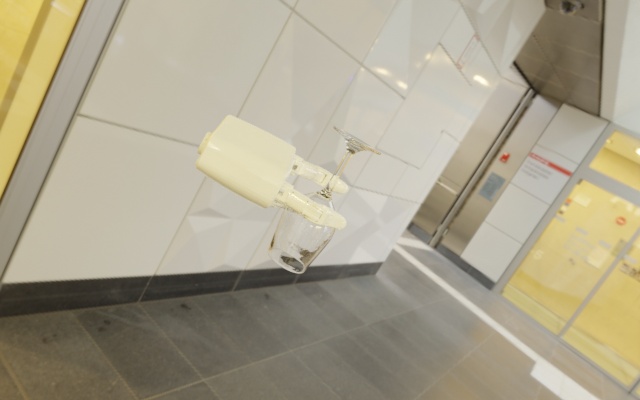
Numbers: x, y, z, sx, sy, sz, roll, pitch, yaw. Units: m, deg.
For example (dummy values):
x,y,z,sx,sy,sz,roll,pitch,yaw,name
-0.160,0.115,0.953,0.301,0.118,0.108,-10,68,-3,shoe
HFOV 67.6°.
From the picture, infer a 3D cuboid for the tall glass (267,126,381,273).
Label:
x,y,z,sx,sy,sz,roll,pitch,yaw,name
0.001,0.002,0.663,0.079,0.201,0.079,29,12,-6,tall glass
